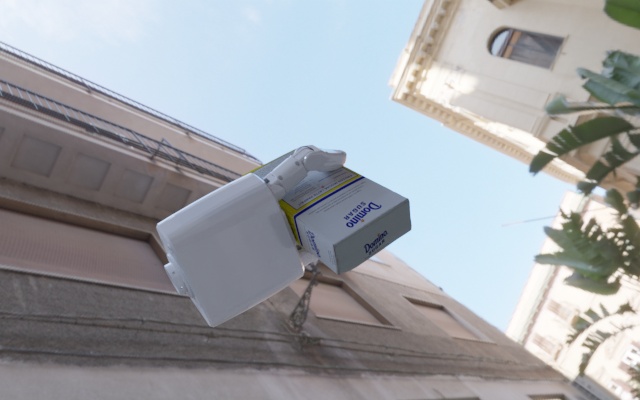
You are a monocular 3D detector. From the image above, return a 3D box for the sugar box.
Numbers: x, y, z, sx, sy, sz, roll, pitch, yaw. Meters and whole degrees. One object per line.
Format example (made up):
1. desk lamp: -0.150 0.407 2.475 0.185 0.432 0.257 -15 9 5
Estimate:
1. sugar box: 0.000 0.002 0.498 0.093 0.048 0.176 -29 40 -23
